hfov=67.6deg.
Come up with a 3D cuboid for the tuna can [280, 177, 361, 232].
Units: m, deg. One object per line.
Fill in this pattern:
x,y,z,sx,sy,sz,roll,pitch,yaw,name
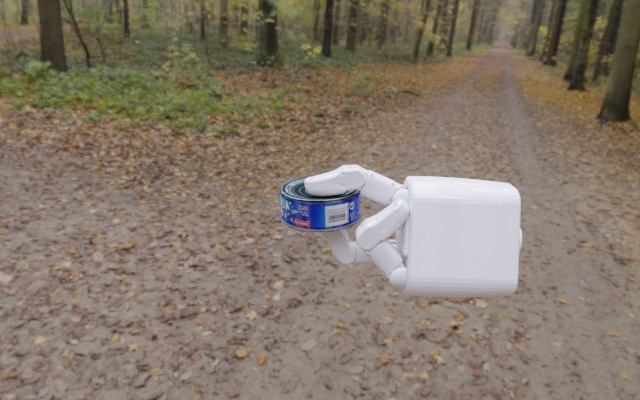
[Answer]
0.000,0.001,0.505,0.086,0.034,0.086,-1,20,0,tuna can
